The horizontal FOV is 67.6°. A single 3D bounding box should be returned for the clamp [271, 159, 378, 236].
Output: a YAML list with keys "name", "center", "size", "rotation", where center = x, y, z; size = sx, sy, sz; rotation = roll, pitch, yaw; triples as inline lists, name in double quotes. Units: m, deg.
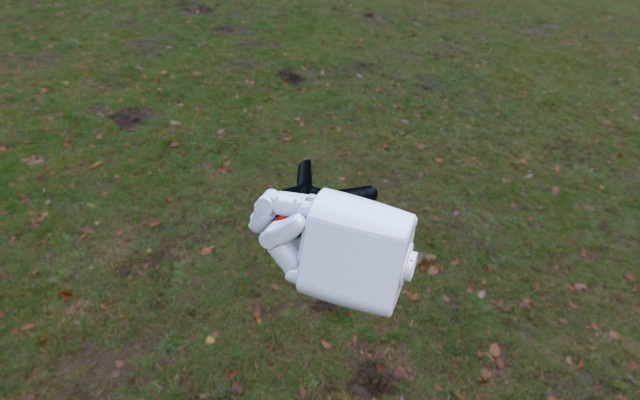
- name: "clamp"
  center: [0.000, 0.002, 0.608]
  size: [0.120, 0.039, 0.171]
  rotation: [14, 34, 16]
